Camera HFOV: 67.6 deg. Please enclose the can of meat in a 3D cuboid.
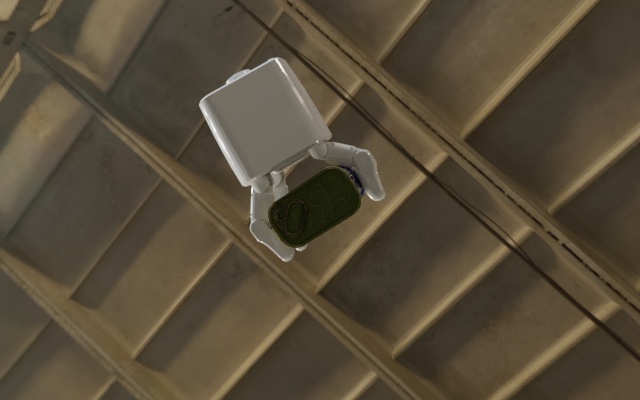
[{"bbox_3d":[0.000,0.002,0.545,0.102,0.057,0.084,-33,2,14],"label":"can of meat"}]
